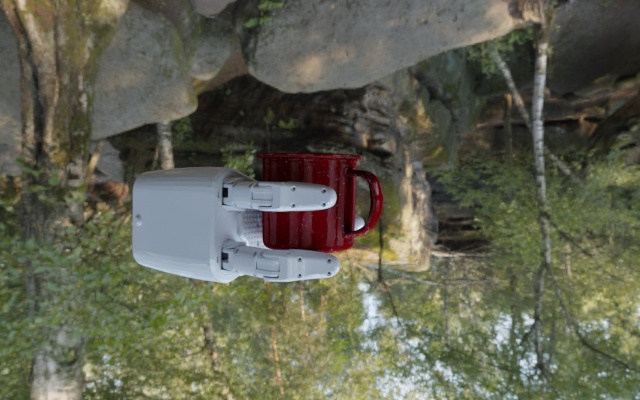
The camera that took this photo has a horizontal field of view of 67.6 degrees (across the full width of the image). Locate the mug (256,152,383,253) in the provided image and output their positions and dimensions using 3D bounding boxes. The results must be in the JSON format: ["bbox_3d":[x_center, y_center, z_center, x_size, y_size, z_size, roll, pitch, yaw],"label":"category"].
[{"bbox_3d":[0.001,0.002,0.413,0.117,0.081,0.093,3,3,31],"label":"mug"}]
